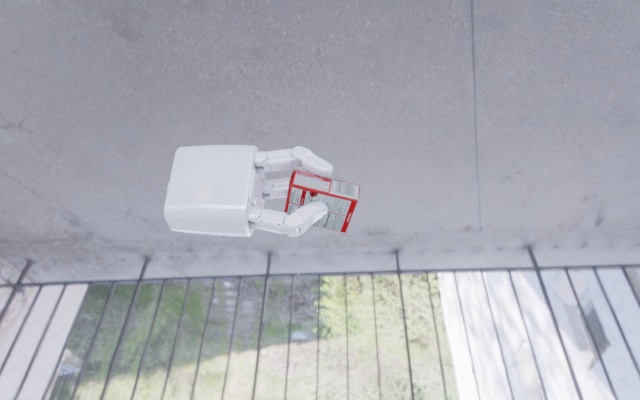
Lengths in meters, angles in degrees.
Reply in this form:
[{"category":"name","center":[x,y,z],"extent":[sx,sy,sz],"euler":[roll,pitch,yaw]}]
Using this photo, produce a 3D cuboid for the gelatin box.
[{"category":"gelatin box","center":[0.000,0.002,0.622],"extent":[0.089,0.030,0.073],"euler":[13,-39,-2]}]
